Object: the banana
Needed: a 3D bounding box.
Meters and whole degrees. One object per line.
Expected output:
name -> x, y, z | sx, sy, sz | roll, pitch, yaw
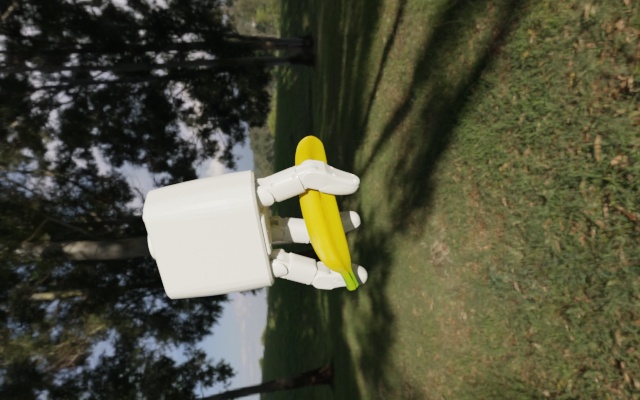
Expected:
banana -> -0.002, -0.005, 0.503 | 0.037, 0.197, 0.070 | -14, -31, 3
